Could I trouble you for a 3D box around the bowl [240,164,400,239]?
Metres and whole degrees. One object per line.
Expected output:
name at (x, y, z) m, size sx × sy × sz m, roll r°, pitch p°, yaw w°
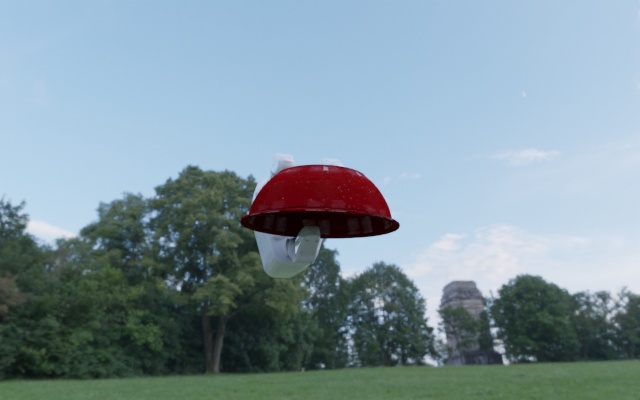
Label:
bowl at (0.001, 0.001, 0.491) m, size 0.162 × 0.055 × 0.162 m, roll 2°, pitch -12°, yaw 0°
